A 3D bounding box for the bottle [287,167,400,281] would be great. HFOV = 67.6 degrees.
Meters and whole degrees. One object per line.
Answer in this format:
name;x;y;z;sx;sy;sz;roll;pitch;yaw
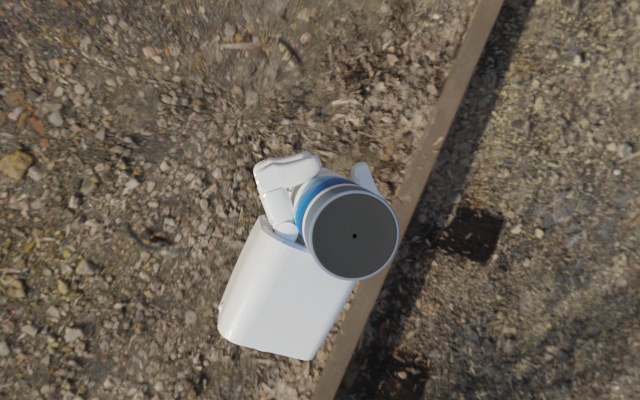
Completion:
bottle;0.000;0.002;0.480;0.069;0.069;0.295;0;9;-10
